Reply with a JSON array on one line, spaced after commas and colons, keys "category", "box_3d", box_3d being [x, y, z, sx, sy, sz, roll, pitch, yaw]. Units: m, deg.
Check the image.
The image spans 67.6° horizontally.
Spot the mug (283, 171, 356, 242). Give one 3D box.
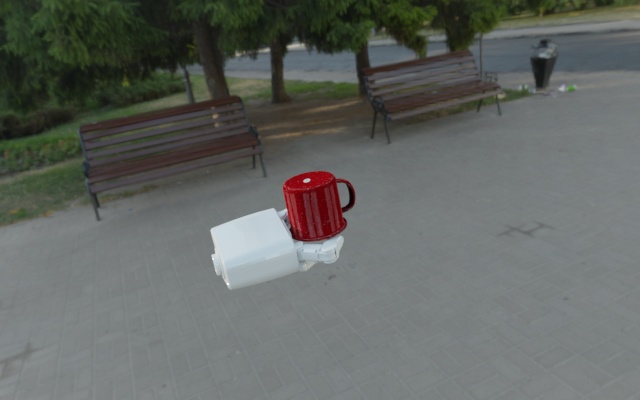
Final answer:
[{"category": "mug", "box_3d": [0.001, 0.002, 0.730, 0.117, 0.081, 0.093, -17, 22, -16]}]
